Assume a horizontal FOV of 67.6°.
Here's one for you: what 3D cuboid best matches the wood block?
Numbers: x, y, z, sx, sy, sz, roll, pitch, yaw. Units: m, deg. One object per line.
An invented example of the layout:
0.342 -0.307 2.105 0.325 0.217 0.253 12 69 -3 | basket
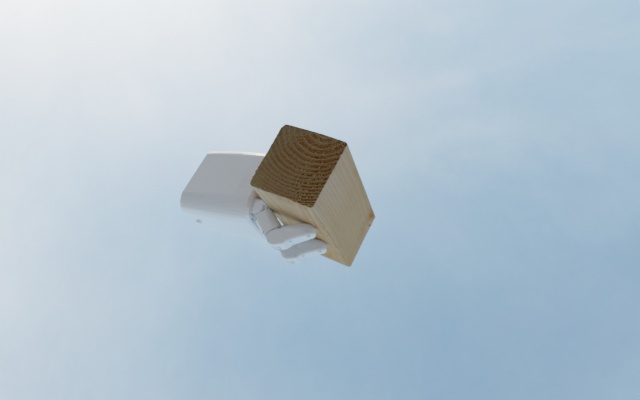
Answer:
0.000 0.002 0.632 0.090 0.090 0.206 20 -18 24 | wood block
